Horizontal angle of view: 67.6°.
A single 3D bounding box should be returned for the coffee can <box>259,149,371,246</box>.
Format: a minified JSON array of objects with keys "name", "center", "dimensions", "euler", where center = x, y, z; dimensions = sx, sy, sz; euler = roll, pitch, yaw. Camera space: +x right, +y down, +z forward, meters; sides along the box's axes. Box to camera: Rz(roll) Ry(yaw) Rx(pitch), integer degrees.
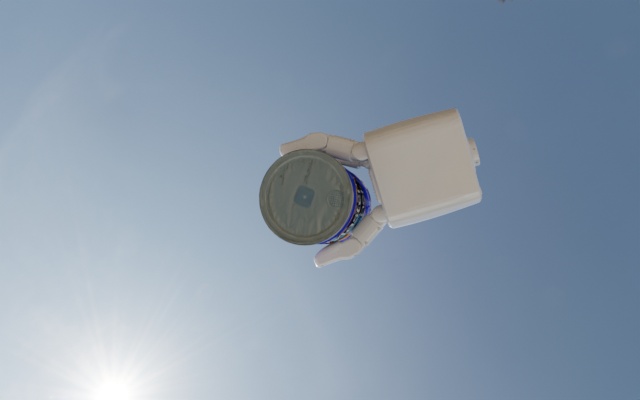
[{"name":"coffee can","center":[0.000,0.002,0.568],"dimensions":[0.103,0.103,0.140],"euler":[0,-5,14]}]
